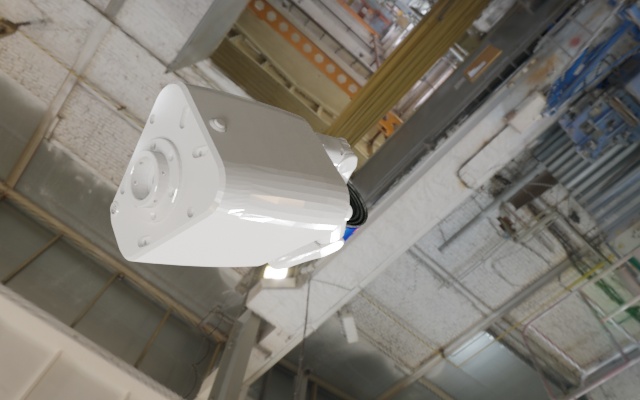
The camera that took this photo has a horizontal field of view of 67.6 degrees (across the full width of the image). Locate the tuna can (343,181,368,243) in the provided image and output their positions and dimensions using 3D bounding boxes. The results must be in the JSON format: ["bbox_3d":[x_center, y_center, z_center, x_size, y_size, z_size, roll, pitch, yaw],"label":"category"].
[{"bbox_3d":[0.000,0.002,0.440,0.086,0.086,0.034,0,-42,-52],"label":"tuna can"}]
